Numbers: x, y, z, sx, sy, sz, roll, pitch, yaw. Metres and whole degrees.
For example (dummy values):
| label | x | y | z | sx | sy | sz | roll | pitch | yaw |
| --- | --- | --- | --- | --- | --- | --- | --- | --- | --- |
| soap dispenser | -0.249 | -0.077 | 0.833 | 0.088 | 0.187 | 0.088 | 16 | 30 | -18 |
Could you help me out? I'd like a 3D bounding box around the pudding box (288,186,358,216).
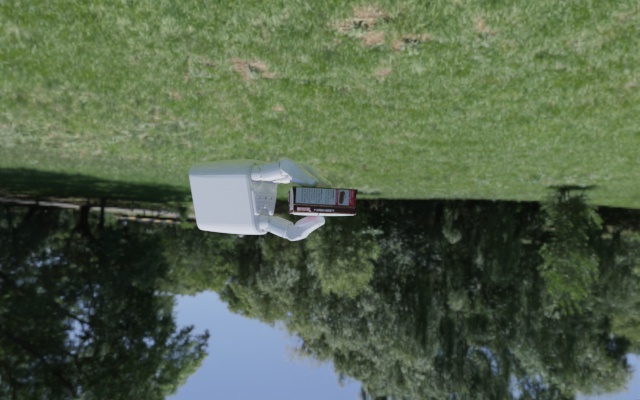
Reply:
| label | x | y | z | sx | sy | sz | roll | pitch | yaw |
| --- | --- | --- | --- | --- | --- | --- | --- | --- | --- |
| pudding box | 0.000 | 0.002 | 0.689 | 0.090 | 0.039 | 0.113 | 2 | -1 | -6 |
